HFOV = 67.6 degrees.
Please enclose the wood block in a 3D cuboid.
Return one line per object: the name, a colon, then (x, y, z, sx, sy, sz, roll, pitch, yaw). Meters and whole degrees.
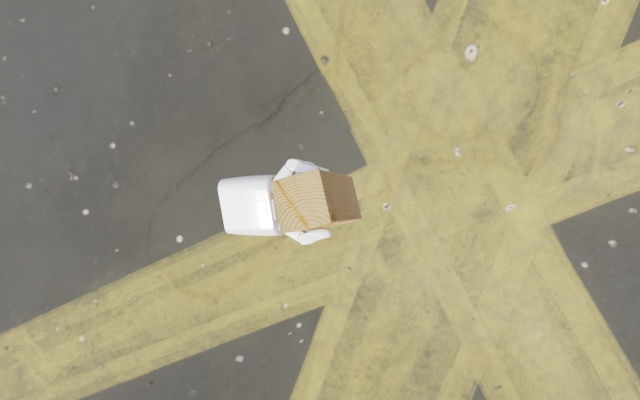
wood block: (0.000, 0.003, 0.864, 0.090, 0.091, 0.206, -13, -4, 18)
